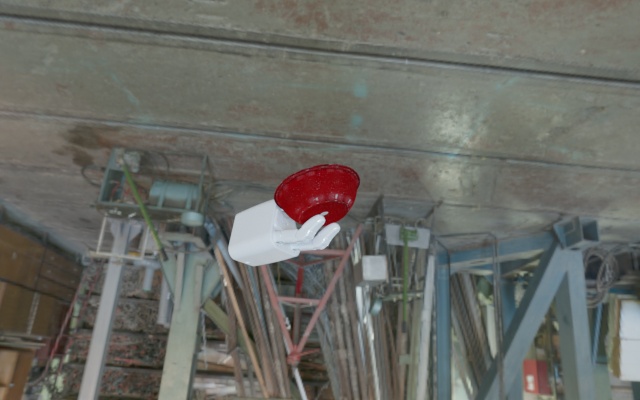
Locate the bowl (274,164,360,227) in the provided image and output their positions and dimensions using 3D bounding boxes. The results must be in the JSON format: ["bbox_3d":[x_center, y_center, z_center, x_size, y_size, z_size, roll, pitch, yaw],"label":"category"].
[{"bbox_3d":[0.001,0.003,0.859,0.162,0.055,0.162,-11,-30,-7],"label":"bowl"}]
